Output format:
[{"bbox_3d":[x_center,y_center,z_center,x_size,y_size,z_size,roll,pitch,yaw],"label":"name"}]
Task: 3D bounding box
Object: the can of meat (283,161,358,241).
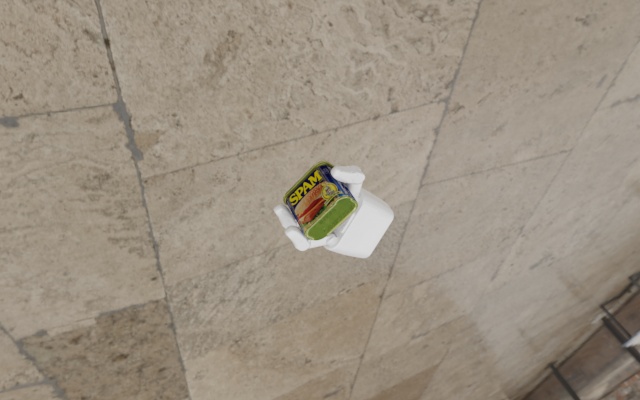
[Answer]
[{"bbox_3d":[0.000,0.003,0.764,0.102,0.084,0.057,-44,-38,16],"label":"can of meat"}]
